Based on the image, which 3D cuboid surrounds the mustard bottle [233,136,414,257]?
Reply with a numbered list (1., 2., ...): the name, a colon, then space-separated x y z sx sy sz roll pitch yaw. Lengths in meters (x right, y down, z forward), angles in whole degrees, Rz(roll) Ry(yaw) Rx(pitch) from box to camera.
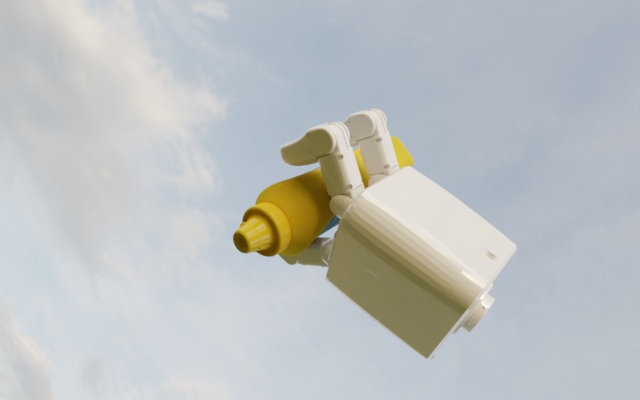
1. mustard bottle: 0.000 0.001 0.414 0.191 0.058 0.096 -28 -7 -48
